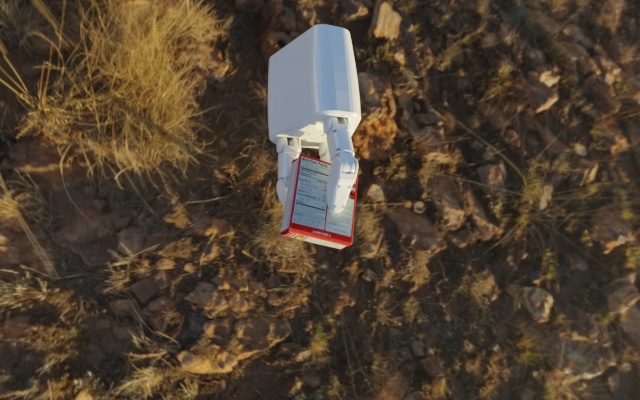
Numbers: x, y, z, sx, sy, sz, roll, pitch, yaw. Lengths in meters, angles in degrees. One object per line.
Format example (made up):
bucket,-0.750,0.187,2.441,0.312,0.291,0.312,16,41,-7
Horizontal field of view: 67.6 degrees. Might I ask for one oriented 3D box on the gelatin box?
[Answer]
gelatin box,0.000,0.002,0.518,0.073,0.089,0.030,15,-23,-21
